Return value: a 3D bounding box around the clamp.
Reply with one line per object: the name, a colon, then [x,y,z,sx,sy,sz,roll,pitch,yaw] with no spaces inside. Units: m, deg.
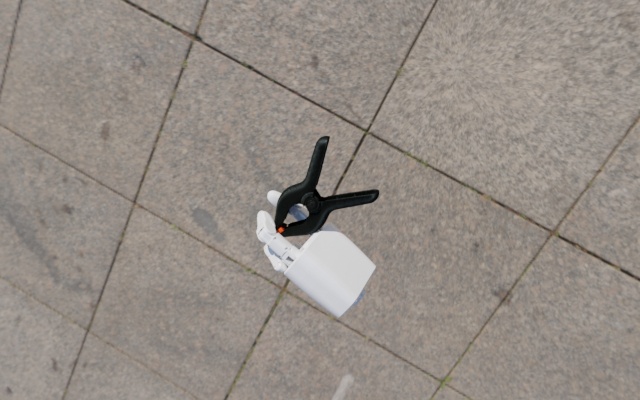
clamp: [0.000,0.003,0.711,0.120,0.171,0.039,41,22,2]
